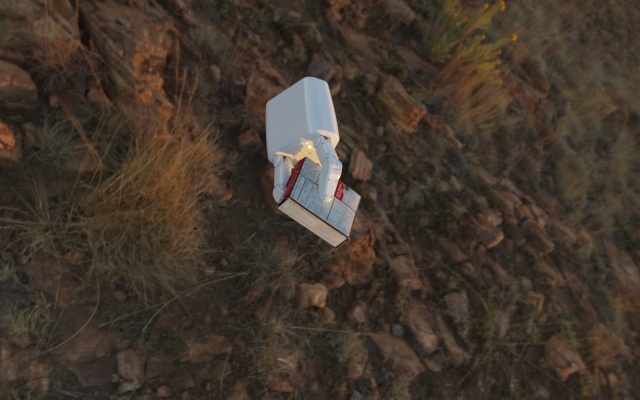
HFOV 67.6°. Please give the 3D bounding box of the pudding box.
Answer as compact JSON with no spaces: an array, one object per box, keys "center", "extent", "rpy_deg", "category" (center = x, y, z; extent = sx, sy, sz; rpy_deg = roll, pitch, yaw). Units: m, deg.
[{"center":[0.000,0.002,0.698],"extent":[0.113,0.090,0.039],"rpy_deg":[34,-43,-15],"category":"pudding box"}]
